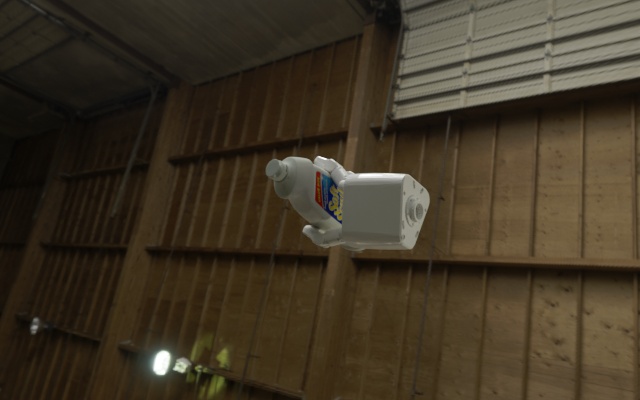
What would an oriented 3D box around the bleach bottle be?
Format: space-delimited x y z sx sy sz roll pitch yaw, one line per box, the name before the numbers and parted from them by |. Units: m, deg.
bleach bottle | 0.000 0.003 0.807 0.068 0.102 0.251 0 -20 40
